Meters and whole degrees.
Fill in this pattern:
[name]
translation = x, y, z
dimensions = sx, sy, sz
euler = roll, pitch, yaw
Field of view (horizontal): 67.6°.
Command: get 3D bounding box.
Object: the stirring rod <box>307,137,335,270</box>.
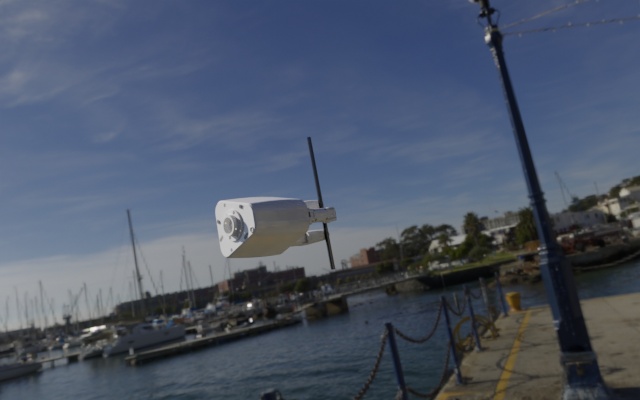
[stirring rod]
translation = 0.000, 0.003, 0.845
dimensions = 0.011, 0.239, 0.011
euler = -10, -9, -2
